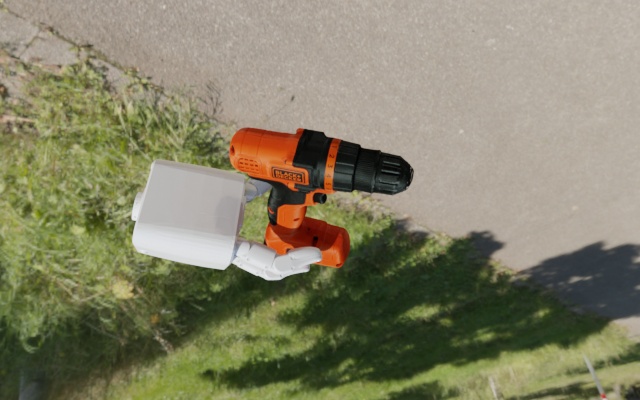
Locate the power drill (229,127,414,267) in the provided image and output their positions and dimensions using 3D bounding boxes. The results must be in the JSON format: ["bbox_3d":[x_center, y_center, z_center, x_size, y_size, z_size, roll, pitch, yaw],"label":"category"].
[{"bbox_3d":[0.000,0.002,0.530,0.184,0.057,0.188,12,-37,9],"label":"power drill"}]
